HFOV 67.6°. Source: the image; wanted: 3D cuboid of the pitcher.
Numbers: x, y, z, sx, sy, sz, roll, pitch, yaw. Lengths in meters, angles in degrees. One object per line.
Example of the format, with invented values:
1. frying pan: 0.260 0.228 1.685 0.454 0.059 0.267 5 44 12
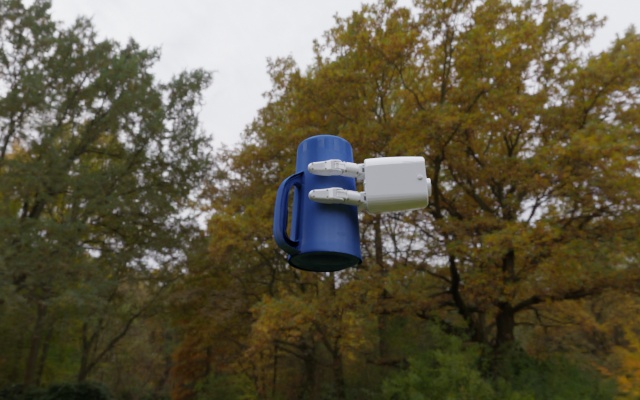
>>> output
1. pitcher: 0.000 0.003 0.883 0.145 0.242 0.149 -4 -23 8
